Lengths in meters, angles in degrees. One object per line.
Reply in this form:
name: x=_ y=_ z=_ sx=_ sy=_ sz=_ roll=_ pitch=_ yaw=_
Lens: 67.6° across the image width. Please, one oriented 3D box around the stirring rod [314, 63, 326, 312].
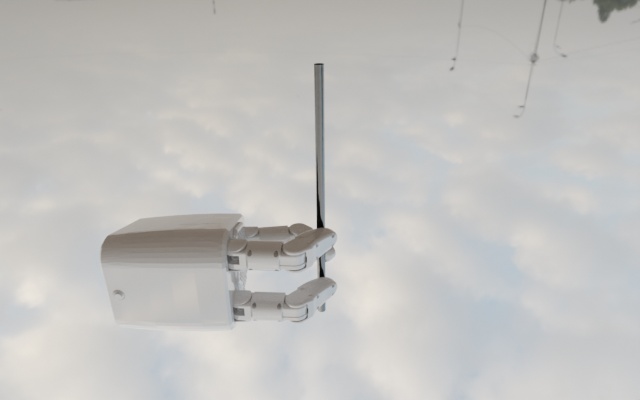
stirring rod: x=0.000 y=0.001 z=0.426 sx=0.011 sy=0.240 sz=0.011 roll=-1 pitch=26 yaw=0
